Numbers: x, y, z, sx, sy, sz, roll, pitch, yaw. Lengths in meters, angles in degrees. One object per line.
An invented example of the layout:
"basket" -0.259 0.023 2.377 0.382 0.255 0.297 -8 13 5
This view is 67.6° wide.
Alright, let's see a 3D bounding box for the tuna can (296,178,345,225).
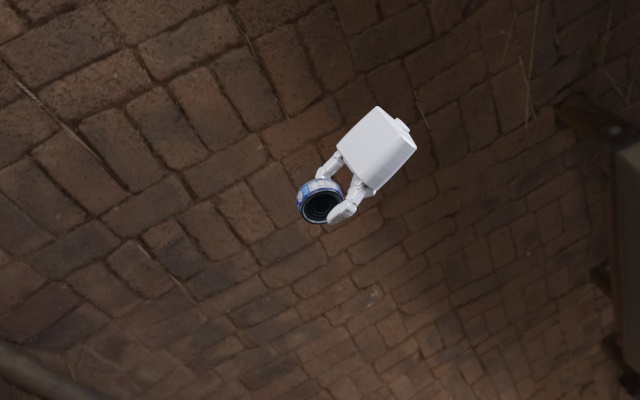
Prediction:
"tuna can" 0.000 0.003 0.870 0.086 0.086 0.033 0 39 -17
